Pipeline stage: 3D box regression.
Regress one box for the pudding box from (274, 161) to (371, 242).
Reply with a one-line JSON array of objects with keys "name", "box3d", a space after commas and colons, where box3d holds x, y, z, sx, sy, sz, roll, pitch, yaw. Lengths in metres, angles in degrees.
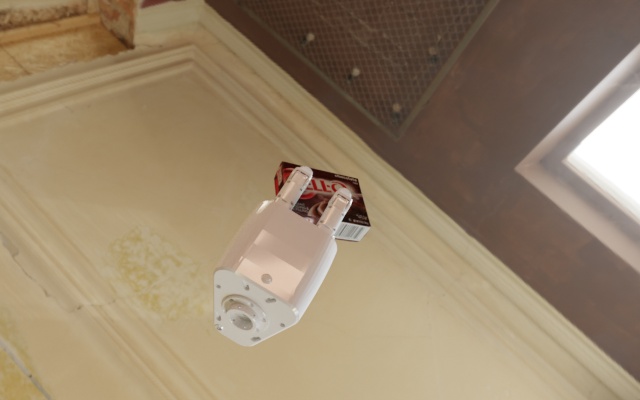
[{"name": "pudding box", "box3d": [0.000, 0.002, 0.603, 0.113, 0.090, 0.039, 13, -48, -23]}]
